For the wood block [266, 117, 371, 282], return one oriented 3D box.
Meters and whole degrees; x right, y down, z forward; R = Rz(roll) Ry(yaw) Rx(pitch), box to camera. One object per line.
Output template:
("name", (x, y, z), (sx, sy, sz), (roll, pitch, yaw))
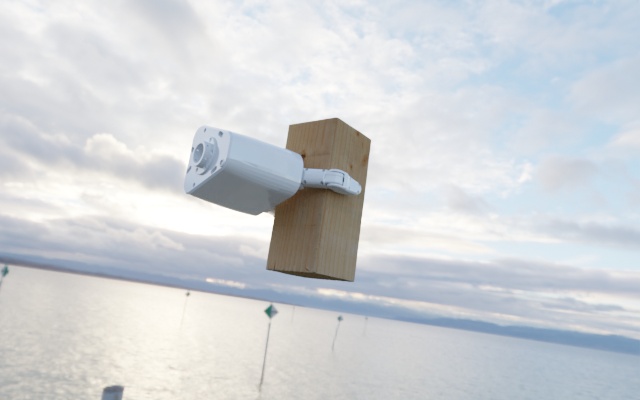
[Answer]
("wood block", (0.000, 0.002, 0.661), (0.091, 0.206, 0.090), (-2, -16, 38))
